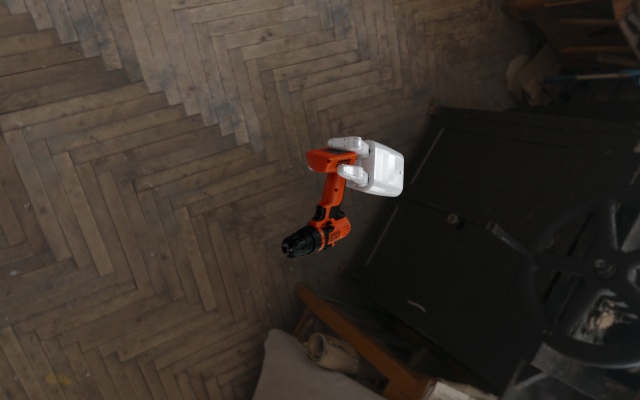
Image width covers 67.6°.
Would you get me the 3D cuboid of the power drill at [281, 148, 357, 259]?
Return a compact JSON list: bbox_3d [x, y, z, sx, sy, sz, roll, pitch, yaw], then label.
[{"bbox_3d":[0.000,0.002,0.863,0.057,0.188,0.184,20,22,29],"label":"power drill"}]
